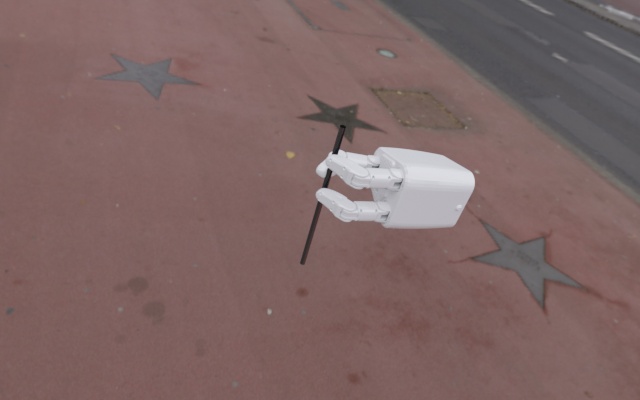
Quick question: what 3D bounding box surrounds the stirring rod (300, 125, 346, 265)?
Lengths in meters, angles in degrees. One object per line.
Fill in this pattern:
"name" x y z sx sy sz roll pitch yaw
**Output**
"stirring rod" 0.000 0.002 0.660 0.011 0.240 0.011 11 36 -8
